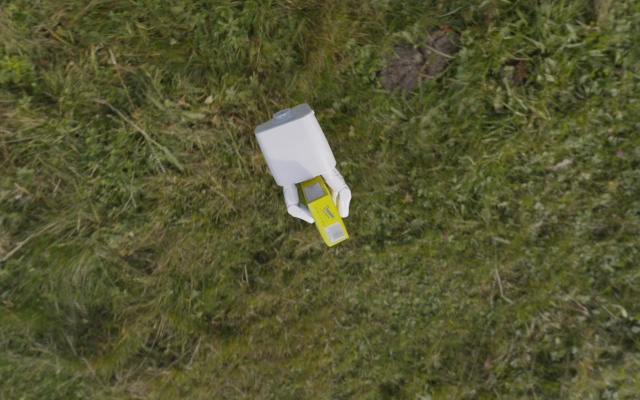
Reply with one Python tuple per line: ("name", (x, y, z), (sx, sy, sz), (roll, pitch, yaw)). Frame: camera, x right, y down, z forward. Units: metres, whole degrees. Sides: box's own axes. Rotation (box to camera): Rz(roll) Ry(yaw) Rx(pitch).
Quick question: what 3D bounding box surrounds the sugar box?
("sugar box", (0.001, 0.003, 0.880), (0.048, 0.093, 0.176), (-24, 24, 3))
